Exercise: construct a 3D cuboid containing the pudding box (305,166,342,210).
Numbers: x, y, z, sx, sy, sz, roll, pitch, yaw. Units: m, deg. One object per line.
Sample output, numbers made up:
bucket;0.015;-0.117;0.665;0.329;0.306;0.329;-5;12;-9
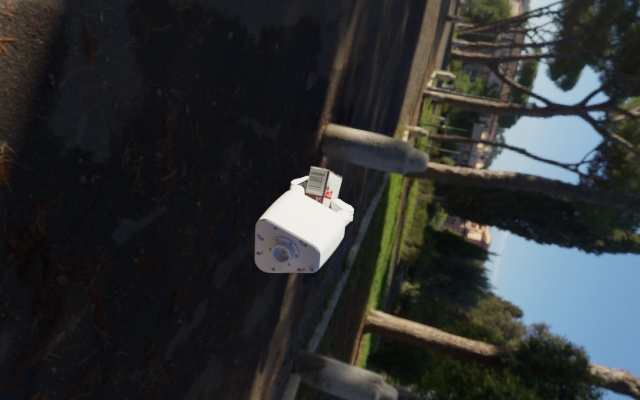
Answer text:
pudding box;0.000;0.003;0.847;0.039;0.113;0.090;14;-1;17
